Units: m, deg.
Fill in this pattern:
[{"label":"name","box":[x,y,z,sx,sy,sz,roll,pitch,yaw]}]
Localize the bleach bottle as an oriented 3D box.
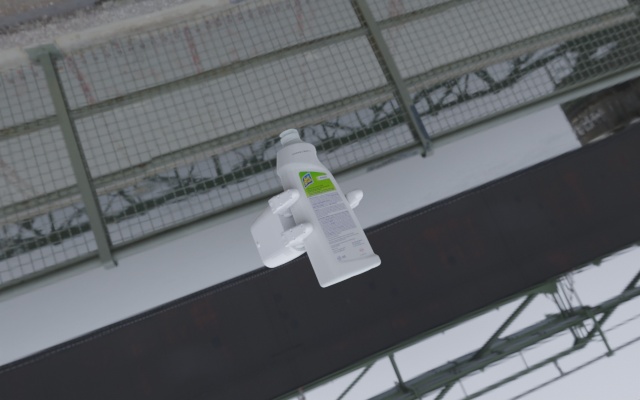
[{"label":"bleach bottle","box":[0.000,0.003,0.755,0.102,0.250,0.068,-13,-14,-38]}]
